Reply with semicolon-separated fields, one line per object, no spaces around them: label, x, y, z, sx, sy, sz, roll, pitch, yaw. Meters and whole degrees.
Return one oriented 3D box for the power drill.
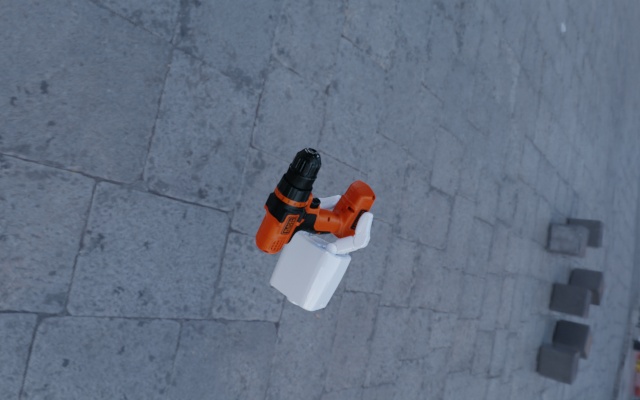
power drill;0.000;0.003;0.764;0.187;0.184;0.057;2;37;-42
